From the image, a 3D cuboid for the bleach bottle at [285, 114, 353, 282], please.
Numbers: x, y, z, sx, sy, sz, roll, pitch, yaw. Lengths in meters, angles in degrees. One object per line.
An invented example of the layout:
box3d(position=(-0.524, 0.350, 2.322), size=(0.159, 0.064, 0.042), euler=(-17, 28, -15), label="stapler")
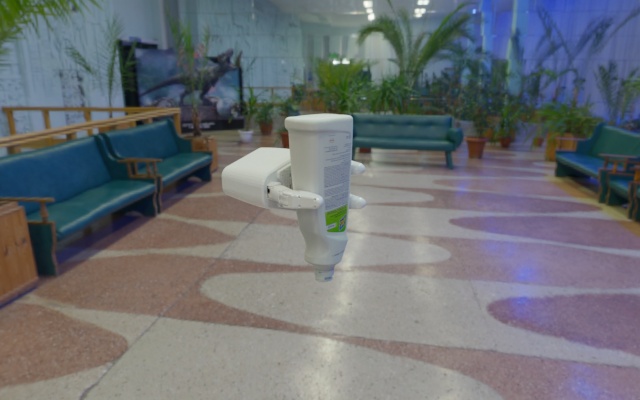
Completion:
box3d(position=(0.000, 0.002, 0.706), size=(0.068, 0.251, 0.102), euler=(13, 20, 40), label="bleach bottle")
